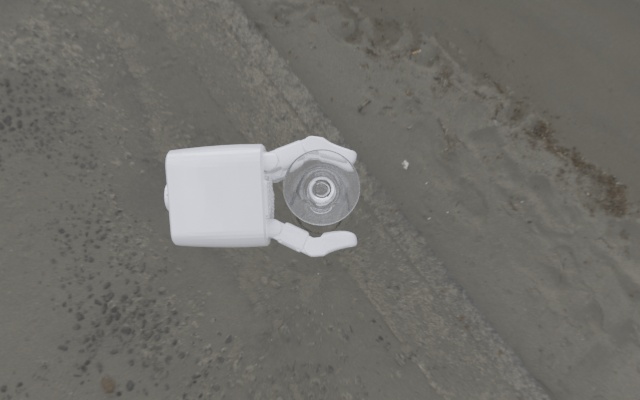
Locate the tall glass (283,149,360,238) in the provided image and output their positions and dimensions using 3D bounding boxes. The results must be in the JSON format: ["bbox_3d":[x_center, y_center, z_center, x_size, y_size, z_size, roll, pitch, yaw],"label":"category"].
[{"bbox_3d":[0.000,0.002,0.555,0.079,0.079,0.201,0,-9,0],"label":"tall glass"}]
